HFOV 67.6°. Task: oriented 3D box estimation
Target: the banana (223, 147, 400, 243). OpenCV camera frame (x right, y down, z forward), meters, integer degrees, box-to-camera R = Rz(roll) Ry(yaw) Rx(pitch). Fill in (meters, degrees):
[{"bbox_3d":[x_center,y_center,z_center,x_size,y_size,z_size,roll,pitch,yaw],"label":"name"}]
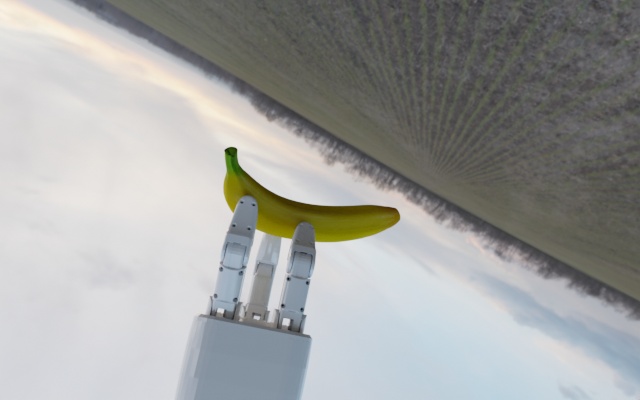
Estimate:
[{"bbox_3d":[-0.013,0.011,0.455,0.198,0.037,0.070,18,-45,-32],"label":"banana"}]
